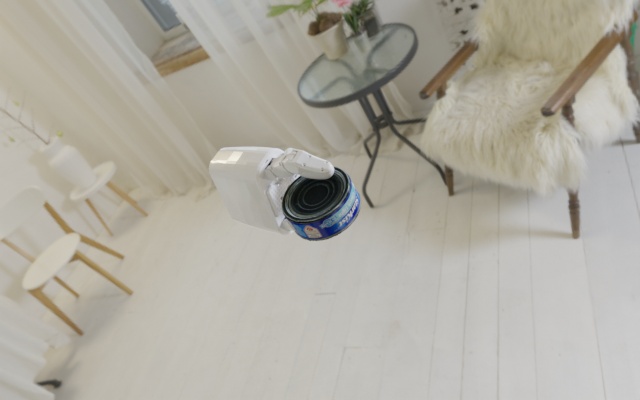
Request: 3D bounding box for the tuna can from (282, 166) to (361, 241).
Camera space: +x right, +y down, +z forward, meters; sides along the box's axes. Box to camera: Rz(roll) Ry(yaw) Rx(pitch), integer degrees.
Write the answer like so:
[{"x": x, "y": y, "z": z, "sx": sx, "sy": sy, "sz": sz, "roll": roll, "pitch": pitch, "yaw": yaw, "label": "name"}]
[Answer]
[{"x": 0.000, "y": 0.001, "z": 0.537, "sx": 0.086, "sy": 0.086, "sz": 0.034, "roll": 0, "pitch": -40, "yaw": 31, "label": "tuna can"}]
